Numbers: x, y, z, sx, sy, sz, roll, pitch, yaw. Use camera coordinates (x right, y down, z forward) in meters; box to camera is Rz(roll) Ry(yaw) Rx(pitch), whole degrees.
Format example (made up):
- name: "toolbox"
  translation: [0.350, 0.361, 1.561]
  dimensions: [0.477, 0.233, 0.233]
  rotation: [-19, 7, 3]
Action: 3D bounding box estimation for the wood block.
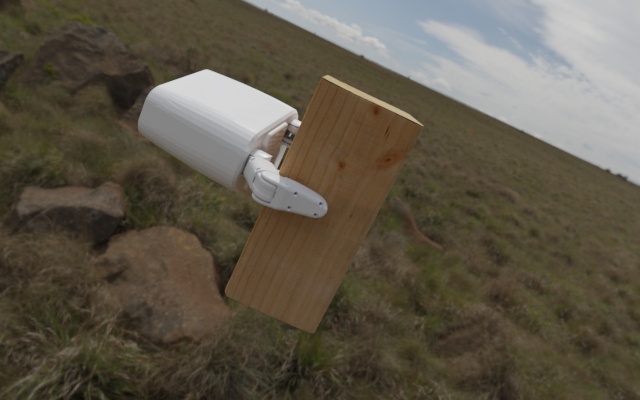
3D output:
- name: "wood block"
  translation: [0.000, 0.001, 0.436]
  dimensions: [0.090, 0.206, 0.090]
  rotation: [25, 16, -3]
